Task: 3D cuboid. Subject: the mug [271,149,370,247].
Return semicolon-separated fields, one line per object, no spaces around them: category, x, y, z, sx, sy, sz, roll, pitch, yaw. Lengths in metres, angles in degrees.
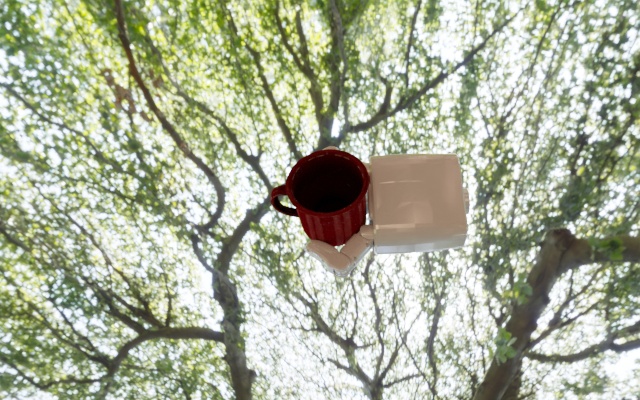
mug;-0.001;0.002;0.559;0.117;0.093;0.082;-2;-34;7
